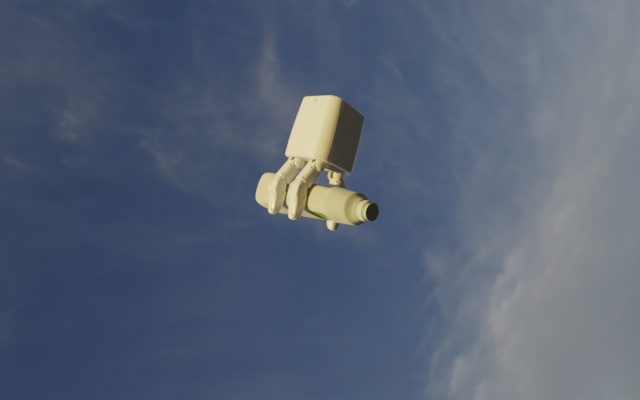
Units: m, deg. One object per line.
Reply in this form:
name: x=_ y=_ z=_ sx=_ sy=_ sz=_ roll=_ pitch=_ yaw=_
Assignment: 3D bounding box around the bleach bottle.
bleach bottle: x=0.000 y=0.003 z=0.792 sx=0.102 sy=0.068 sz=0.251 roll=20 pitch=-5 yaw=-41
